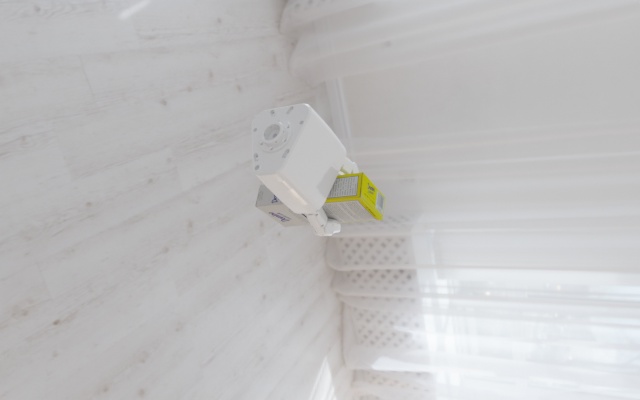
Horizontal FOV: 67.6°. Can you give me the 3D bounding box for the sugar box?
[{"bbox_3d":[0.000,0.002,0.727,0.176,0.048,0.093,-3,-25,28],"label":"sugar box"}]
